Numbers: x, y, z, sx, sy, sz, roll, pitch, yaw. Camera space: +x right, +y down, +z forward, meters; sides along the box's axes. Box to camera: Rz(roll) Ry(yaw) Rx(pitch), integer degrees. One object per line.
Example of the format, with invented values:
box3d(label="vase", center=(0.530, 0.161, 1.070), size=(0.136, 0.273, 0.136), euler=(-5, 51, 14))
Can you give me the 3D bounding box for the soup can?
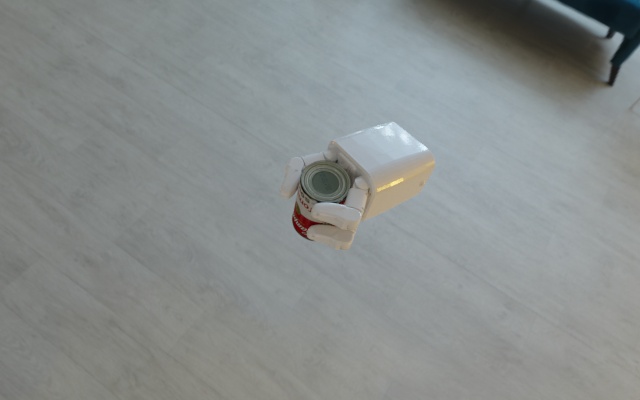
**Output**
box3d(label="soup can", center=(0.000, 0.002, 0.642), size=(0.068, 0.068, 0.102), euler=(0, -32, -10))
